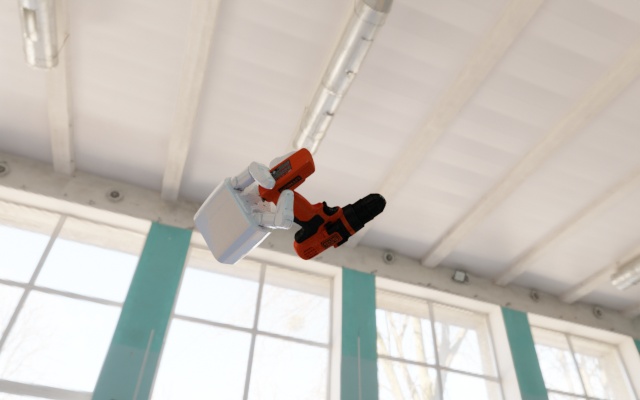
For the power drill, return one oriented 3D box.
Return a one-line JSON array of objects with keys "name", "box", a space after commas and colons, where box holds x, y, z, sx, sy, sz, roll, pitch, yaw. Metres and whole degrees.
[{"name": "power drill", "box": [0.000, 0.002, 0.806, 0.184, 0.188, 0.057, -34, 34, 8]}]
